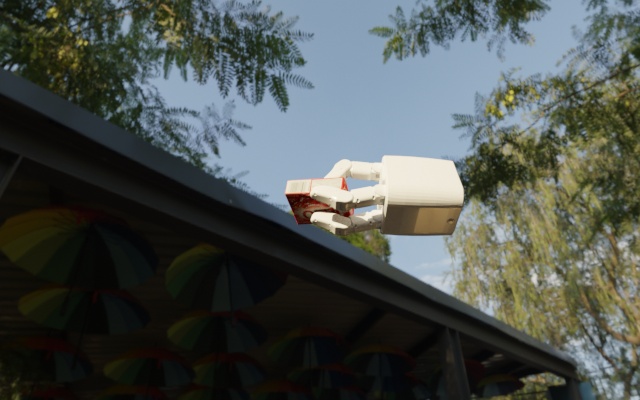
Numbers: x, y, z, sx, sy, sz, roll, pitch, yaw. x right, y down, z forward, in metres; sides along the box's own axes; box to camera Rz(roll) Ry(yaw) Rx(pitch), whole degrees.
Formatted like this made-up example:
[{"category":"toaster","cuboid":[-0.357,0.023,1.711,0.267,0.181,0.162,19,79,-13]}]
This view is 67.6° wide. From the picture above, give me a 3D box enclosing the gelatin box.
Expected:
[{"category":"gelatin box","cuboid":[0.000,0.002,0.704,0.089,0.030,0.073,-3,-41,15]}]
